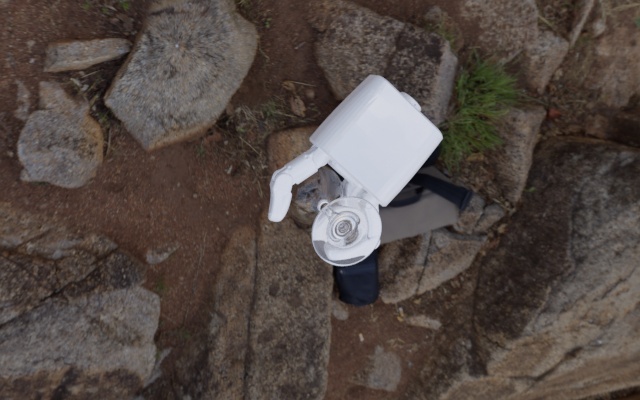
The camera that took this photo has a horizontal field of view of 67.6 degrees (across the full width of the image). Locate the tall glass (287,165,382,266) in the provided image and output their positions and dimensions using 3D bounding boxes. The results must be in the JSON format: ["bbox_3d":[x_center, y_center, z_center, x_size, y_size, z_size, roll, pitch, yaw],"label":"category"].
[{"bbox_3d":[0.000,0.002,0.565,0.079,0.079,0.201,0,17,-17],"label":"tall glass"}]
